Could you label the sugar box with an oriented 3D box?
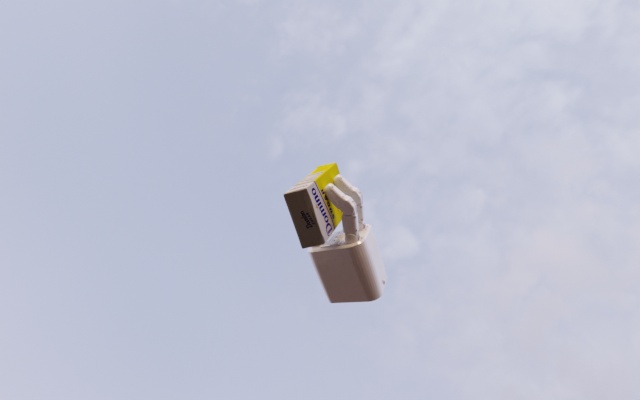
[{"bbox_3d":[0.001,0.003,0.787,0.048,0.093,0.176,-15,13,18],"label":"sugar box"}]
